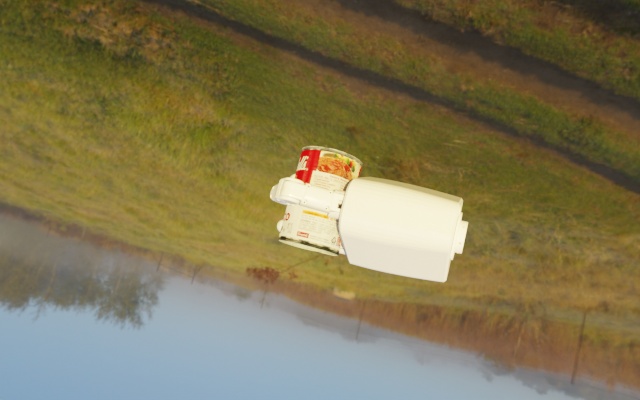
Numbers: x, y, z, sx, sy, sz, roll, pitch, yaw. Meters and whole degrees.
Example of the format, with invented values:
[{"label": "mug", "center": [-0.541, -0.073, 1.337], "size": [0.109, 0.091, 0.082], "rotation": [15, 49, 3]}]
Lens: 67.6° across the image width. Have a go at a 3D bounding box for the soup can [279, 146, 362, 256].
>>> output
[{"label": "soup can", "center": [0.000, 0.002, 0.508], "size": [0.068, 0.102, 0.068], "rotation": [14, -9, 2]}]
